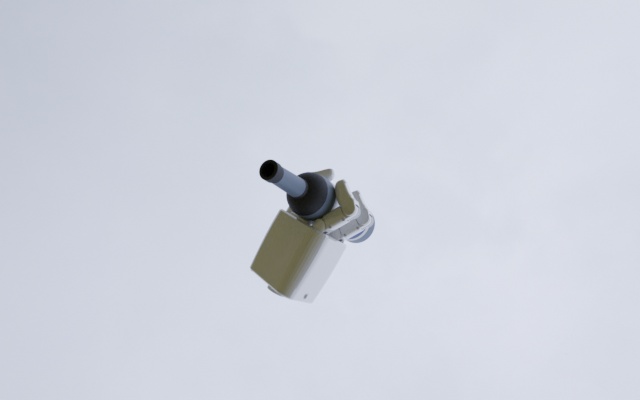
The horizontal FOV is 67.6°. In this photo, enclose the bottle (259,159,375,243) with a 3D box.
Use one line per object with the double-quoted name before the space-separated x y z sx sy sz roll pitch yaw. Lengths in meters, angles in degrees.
"bottle" 0.000 0.002 0.713 0.069 0.069 0.296 0 -16 27
